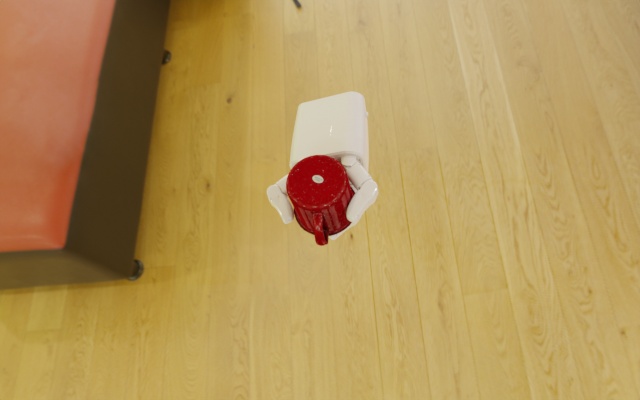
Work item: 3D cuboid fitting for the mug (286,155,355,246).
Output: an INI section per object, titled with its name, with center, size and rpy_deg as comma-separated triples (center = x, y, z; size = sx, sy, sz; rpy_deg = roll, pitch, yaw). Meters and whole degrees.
[mug]
center = 0.000, 0.003, 0.638
size = 0.093, 0.117, 0.081
rpy_deg = -1, -25, 10
